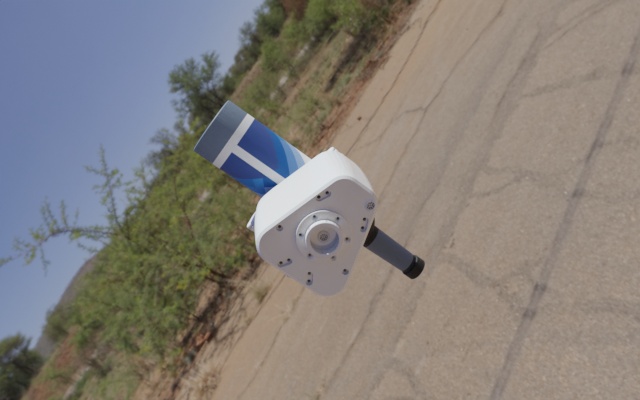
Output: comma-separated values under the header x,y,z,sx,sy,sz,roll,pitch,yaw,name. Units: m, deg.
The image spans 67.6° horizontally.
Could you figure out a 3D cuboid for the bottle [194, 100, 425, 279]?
x,y,z,sx,sy,sz,roll,pitch,yaw,name
0.000,0.002,0.545,0.296,0.069,0.069,35,-9,-13,bottle
